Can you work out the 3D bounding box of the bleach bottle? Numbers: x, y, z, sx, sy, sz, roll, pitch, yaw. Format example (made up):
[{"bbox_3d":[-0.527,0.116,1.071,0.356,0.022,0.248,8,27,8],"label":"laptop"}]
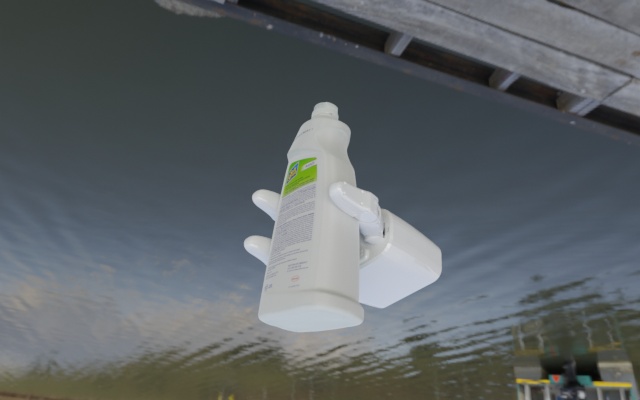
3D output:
[{"bbox_3d":[0.000,0.002,0.494,0.102,0.250,0.068,-21,-38,41],"label":"bleach bottle"}]
